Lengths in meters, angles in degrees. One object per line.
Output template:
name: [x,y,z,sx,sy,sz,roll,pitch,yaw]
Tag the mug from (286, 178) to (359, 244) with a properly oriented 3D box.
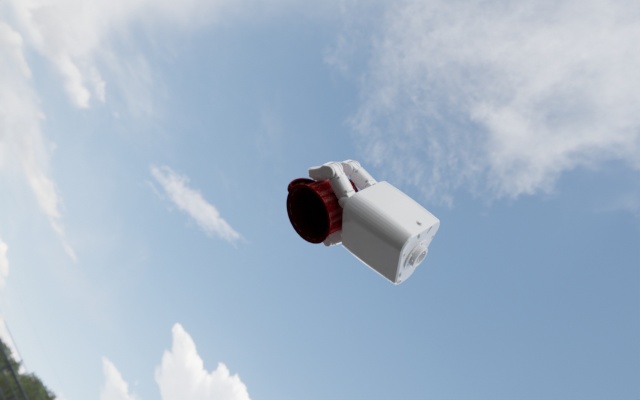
mug: [-0.001,0.002,0.733,0.081,0.093,0.117,-23,49,-41]
